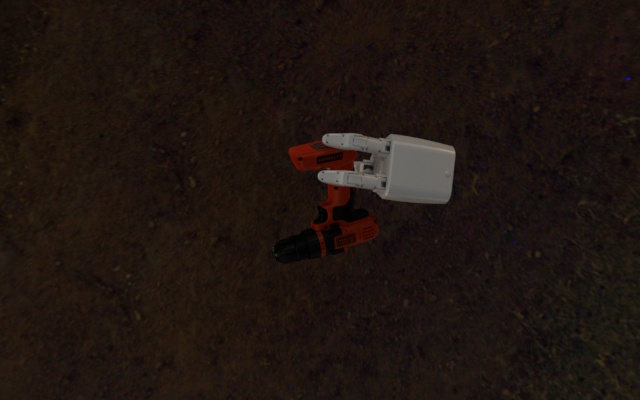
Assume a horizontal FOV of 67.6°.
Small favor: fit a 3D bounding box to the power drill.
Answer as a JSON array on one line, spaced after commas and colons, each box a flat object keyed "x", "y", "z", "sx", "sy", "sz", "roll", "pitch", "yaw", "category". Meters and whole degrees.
[{"x": 0.000, "y": 0.002, "z": 0.763, "sx": 0.184, "sy": 0.188, "sz": 0.057, "roll": -16, "pitch": 26, "yaw": -17, "category": "power drill"}]
